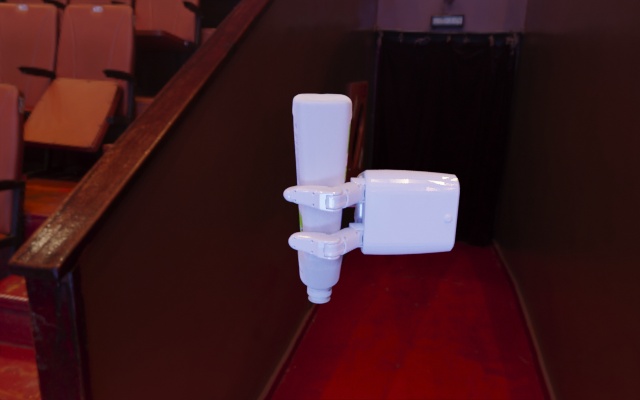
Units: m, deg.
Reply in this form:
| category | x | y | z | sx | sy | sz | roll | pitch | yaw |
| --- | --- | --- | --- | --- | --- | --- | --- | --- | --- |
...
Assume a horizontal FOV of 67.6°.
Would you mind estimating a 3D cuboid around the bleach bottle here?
| category | x | y | z | sx | sy | sz | roll | pitch | yaw |
| --- | --- | --- | --- | --- | --- | --- | --- | --- | --- |
| bleach bottle | 0.000 | 0.002 | 0.581 | 0.068 | 0.251 | 0.102 | 0 | 17 | -2 |
